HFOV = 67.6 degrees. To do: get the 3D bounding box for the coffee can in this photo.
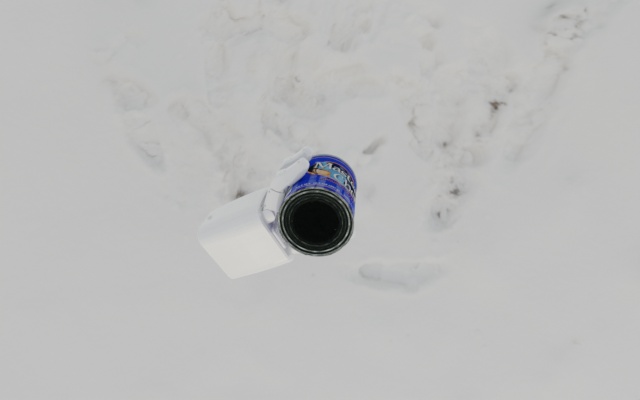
[{"bbox_3d":[0.000,0.002,0.691,0.103,0.103,0.140,0,23,6],"label":"coffee can"}]
